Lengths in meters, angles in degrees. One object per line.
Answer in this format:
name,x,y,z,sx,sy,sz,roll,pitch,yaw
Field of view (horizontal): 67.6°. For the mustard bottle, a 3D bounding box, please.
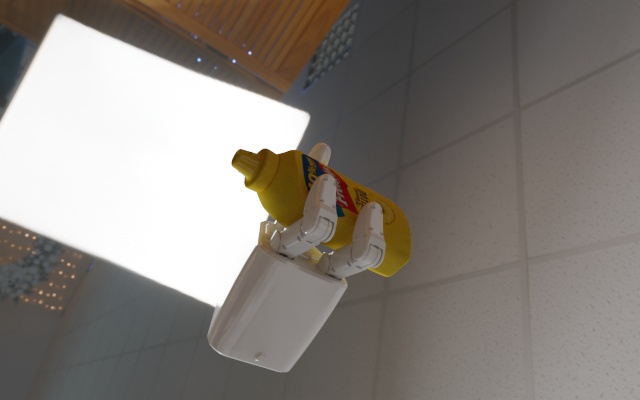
mustard bottle,0.000,0.001,0.462,0.192,0.096,0.058,27,-57,-27
